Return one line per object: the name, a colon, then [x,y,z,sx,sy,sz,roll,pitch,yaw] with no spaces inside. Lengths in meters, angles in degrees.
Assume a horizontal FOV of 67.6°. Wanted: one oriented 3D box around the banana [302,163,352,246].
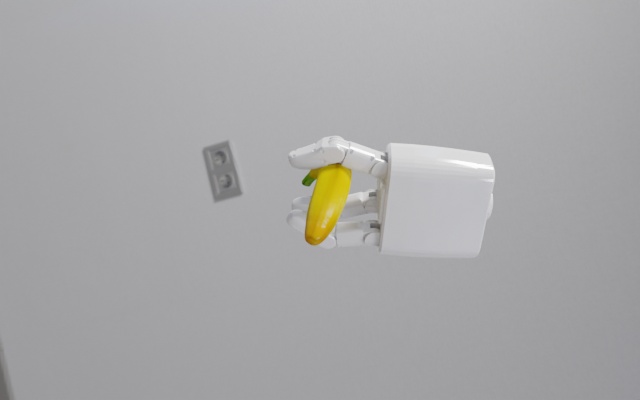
banana: [0.008,-0.016,0.509,0.037,0.070,0.197,24,15,-8]
